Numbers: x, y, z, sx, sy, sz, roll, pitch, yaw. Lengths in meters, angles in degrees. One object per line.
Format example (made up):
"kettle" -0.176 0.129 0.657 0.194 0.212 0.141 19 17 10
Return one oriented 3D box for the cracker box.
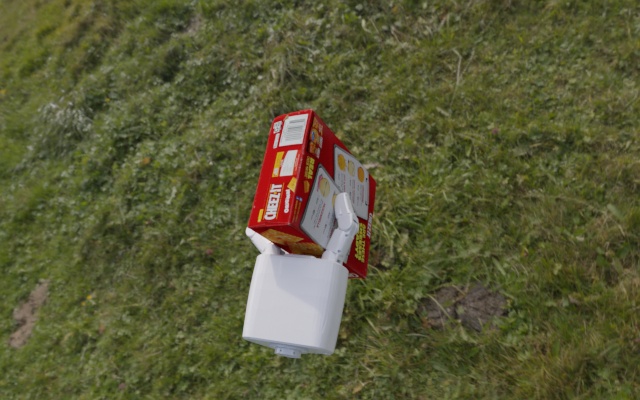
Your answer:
"cracker box" 0.000 0.002 0.670 0.072 0.164 0.214 -5 -27 30
